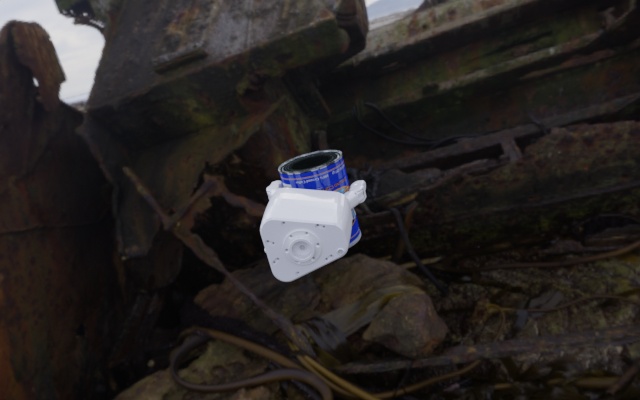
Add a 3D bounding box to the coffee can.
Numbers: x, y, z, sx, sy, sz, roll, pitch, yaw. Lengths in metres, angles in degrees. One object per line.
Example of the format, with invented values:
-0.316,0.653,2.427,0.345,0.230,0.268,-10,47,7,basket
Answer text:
0.000,0.003,0.757,0.103,0.140,0.102,-13,19,4,coffee can
